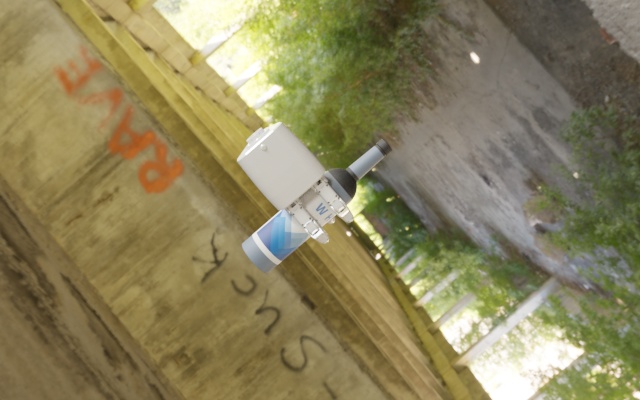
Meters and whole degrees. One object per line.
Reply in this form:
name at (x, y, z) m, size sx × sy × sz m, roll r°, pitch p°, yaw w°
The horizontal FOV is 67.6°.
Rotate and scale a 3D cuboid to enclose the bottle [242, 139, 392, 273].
bottle at (0.000, 0.003, 0.804) m, size 0.296 × 0.069 × 0.069 m, roll -41°, pitch -2°, yaw 2°
